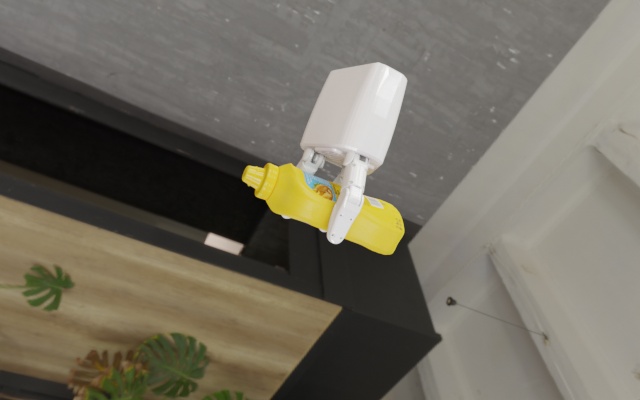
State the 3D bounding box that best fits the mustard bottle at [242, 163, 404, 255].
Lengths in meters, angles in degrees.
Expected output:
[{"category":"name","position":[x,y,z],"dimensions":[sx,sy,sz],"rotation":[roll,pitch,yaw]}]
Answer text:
[{"category":"mustard bottle","position":[0.000,0.002,0.563],"dimensions":[0.192,0.058,0.096],"rotation":[22,17,-19]}]
